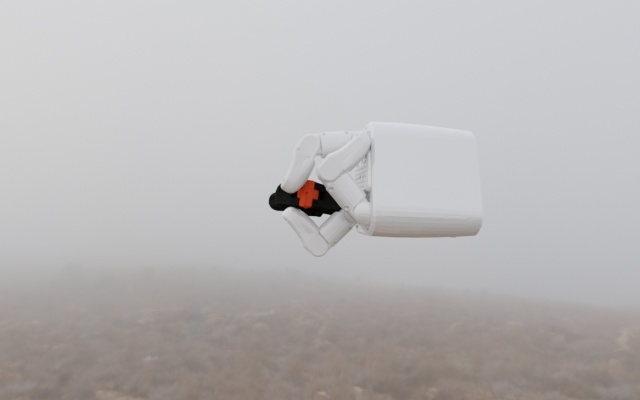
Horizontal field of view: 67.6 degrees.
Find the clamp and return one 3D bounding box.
[{"bbox_3d":[0.000,0.001,0.553,0.120,0.039,0.171,1,-2,-6],"label":"clamp"}]
